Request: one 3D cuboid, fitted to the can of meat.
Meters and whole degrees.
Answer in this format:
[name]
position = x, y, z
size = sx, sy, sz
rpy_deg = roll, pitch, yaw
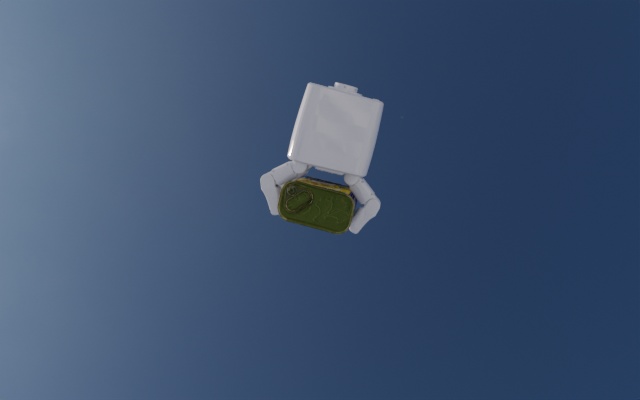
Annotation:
[can of meat]
position = 0.000, 0.002, 0.672
size = 0.102, 0.057, 0.084
rpy_deg = 14, 12, 7
